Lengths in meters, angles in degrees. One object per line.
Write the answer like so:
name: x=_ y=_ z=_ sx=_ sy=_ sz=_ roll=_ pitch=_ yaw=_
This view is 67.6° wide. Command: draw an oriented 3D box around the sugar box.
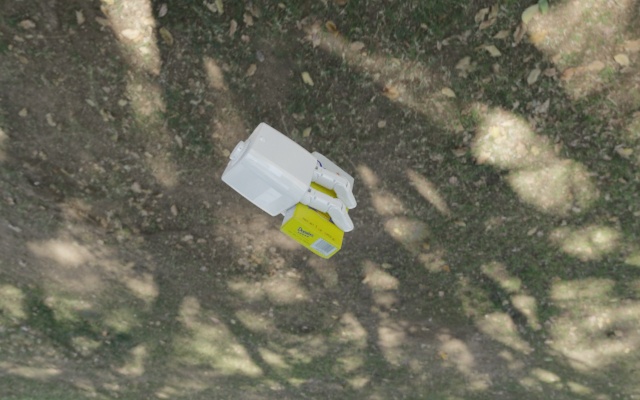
sugar box: x=0.000 y=0.002 z=0.788 sx=0.093 sy=0.176 sz=0.048 roll=35 pitch=-49 yaw=-18
